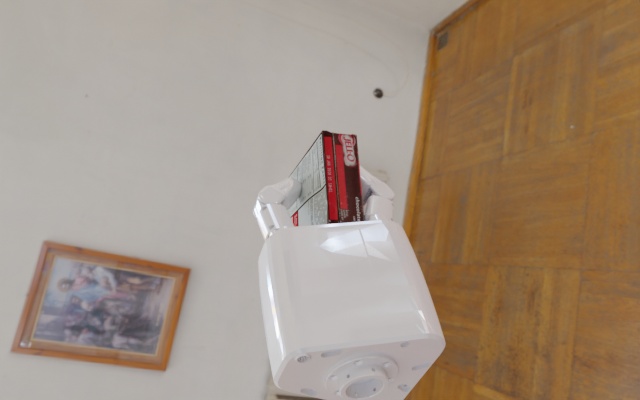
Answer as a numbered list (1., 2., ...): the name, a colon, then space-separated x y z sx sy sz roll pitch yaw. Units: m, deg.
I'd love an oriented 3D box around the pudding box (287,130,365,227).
1. pudding box: 0.000 0.001 0.443 0.039 0.090 0.113 7 -24 -22
